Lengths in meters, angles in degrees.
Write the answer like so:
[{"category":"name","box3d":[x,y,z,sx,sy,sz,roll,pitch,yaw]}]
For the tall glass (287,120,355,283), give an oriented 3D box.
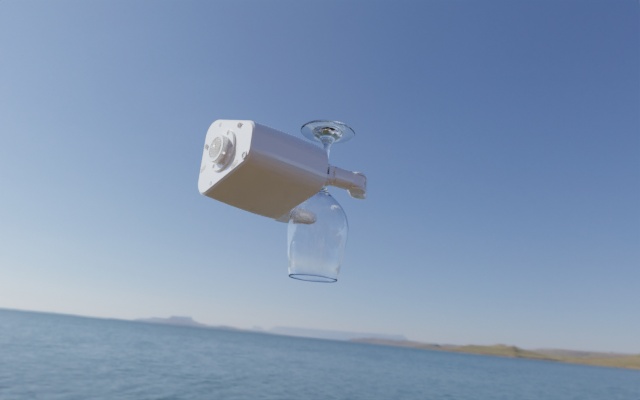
[{"category":"tall glass","box3d":[0.000,0.001,0.620,0.079,0.201,0.079,5,-16,1]}]
